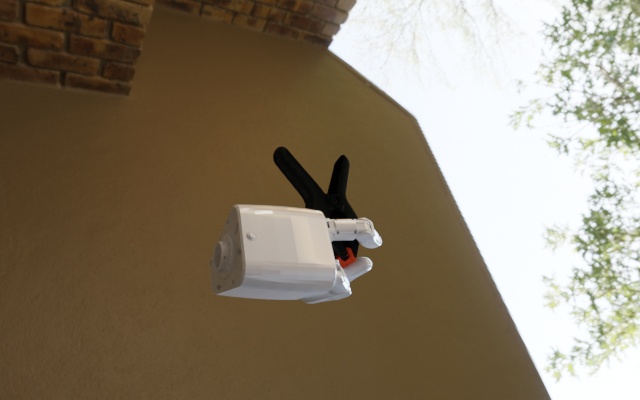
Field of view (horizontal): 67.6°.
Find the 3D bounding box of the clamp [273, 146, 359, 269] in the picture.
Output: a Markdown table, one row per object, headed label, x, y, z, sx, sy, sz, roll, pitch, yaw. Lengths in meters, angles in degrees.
| label | x | y | z | sx | sy | sz | roll | pitch | yaw |
| --- | --- | --- | --- | --- | --- | --- | --- | --- | --- |
| clamp | 0.000 | 0.002 | 0.608 | 0.120 | 0.171 | 0.039 | 8 | -37 | -29 |
